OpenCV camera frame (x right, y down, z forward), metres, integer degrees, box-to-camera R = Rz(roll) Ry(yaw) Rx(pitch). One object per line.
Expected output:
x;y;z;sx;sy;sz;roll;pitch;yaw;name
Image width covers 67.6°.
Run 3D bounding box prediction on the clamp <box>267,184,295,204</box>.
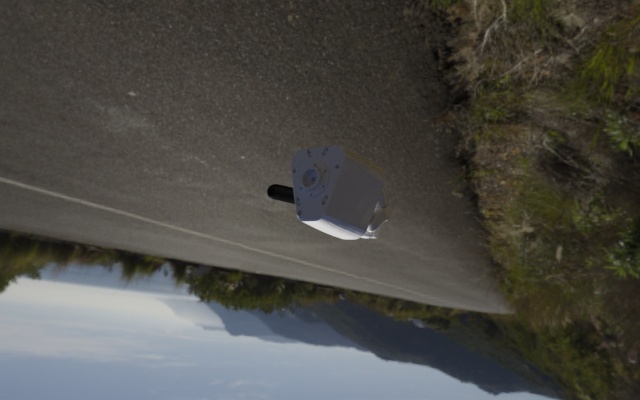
0.000;0.003;0.776;0.171;0.039;0.120;-3;-17;36;clamp
